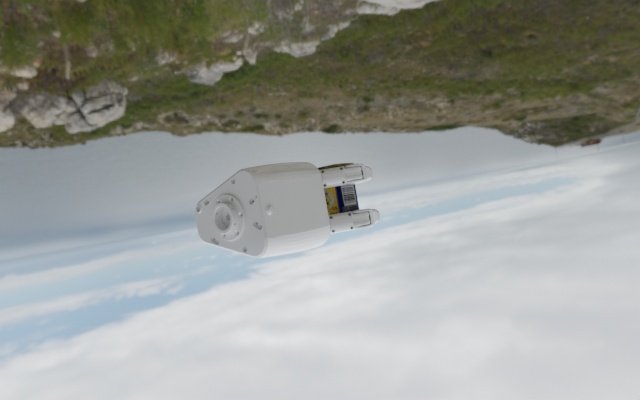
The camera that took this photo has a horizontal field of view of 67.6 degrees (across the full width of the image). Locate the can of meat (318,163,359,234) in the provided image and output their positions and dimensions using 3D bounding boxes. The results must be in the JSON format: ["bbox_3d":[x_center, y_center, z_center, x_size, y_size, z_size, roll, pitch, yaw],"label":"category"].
[{"bbox_3d":[0.000,0.002,0.618,0.102,0.084,0.057,-11,-2,34],"label":"can of meat"}]
